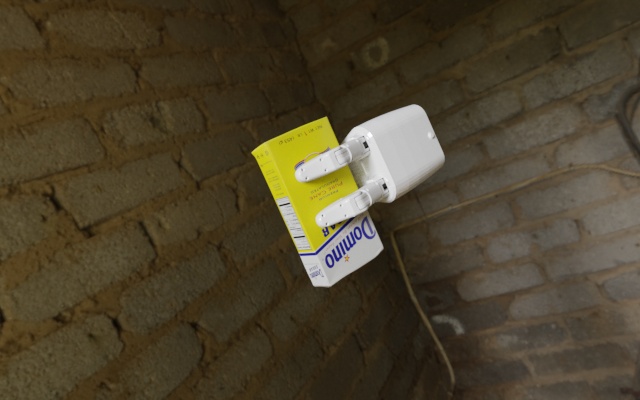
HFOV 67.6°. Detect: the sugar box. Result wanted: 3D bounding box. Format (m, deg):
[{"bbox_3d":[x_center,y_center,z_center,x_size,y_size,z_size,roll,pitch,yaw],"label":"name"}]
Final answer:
[{"bbox_3d":[0.000,0.002,0.558,0.093,0.176,0.048,-29,6,-31],"label":"sugar box"}]
